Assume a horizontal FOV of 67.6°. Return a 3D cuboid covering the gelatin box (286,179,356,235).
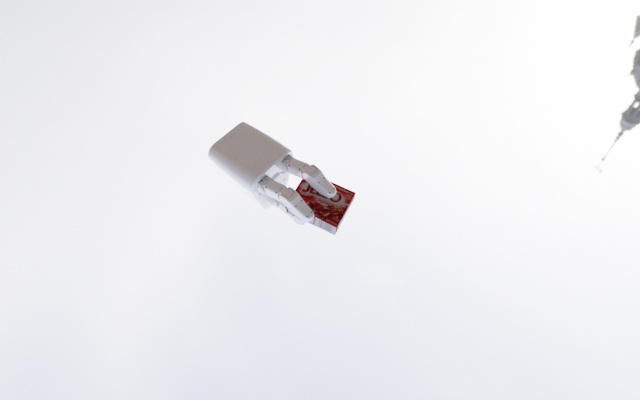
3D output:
[{"bbox_3d":[0.000,0.003,0.754,0.089,0.073,0.030,25,-31,8],"label":"gelatin box"}]
